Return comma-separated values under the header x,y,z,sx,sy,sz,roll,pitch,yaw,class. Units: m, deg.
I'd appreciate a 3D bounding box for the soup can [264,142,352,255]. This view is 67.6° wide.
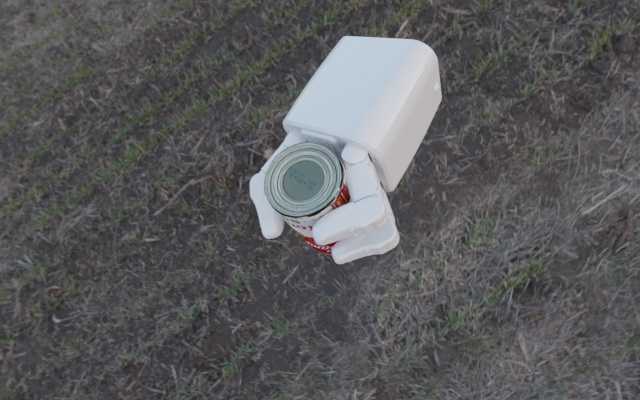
x,y,z,sx,sy,sz,roll,pitch,yaw,class
0.000,0.002,0.419,0.068,0.068,0.102,0,-22,18,soup can
